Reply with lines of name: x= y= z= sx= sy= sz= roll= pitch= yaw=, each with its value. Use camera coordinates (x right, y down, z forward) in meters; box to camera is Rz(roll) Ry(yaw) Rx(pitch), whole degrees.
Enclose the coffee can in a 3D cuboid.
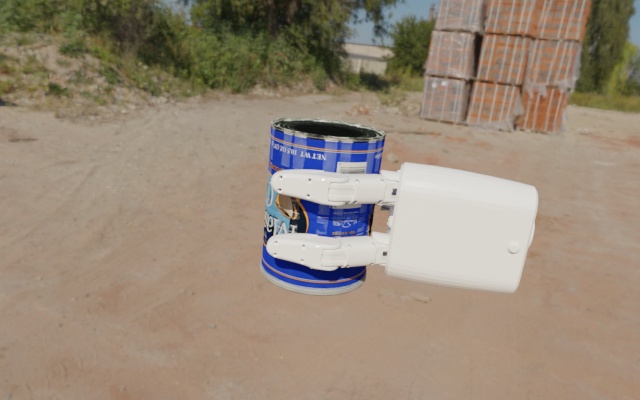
coffee can: x=0.000 y=0.002 z=0.442 sx=0.103 sy=0.140 sz=0.102 roll=6 pitch=17 yaw=-2
